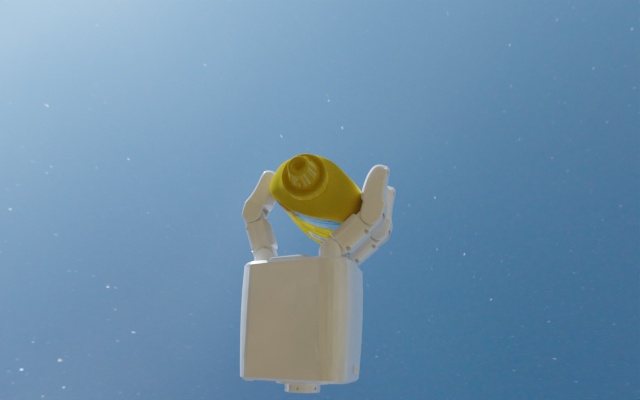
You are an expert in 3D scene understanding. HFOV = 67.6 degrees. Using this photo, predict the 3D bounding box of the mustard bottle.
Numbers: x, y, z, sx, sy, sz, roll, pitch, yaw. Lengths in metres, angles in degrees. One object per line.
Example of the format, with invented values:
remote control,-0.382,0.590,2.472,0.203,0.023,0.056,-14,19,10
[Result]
mustard bottle,0.000,0.001,0.484,0.096,0.058,0.192,22,-12,18
